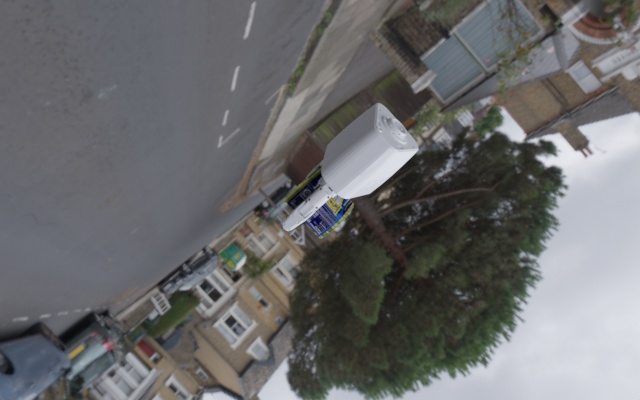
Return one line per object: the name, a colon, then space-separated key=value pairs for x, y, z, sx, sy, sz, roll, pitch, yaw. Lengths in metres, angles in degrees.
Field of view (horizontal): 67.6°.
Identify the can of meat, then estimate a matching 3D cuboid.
can of meat: x=0.000 y=0.003 z=0.742 sx=0.057 sy=0.084 sz=0.102 roll=-41 pitch=2 yaw=26
